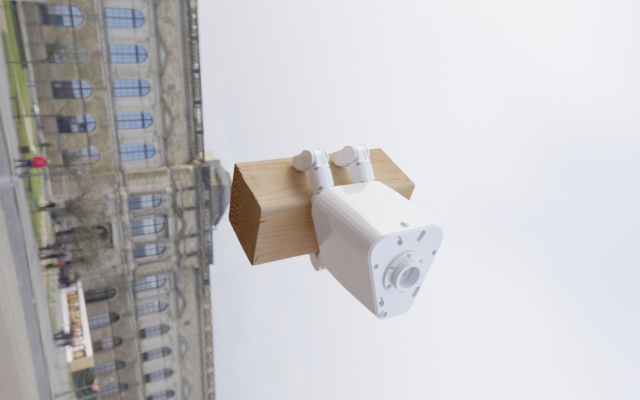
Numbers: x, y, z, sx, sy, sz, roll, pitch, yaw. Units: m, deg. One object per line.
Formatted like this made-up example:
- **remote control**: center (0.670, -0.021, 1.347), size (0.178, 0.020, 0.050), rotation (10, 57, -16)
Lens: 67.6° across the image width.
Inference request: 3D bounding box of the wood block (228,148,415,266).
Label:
- **wood block**: center (0.000, 0.002, 0.596), size (0.206, 0.091, 0.090), rotation (-9, 42, -28)
